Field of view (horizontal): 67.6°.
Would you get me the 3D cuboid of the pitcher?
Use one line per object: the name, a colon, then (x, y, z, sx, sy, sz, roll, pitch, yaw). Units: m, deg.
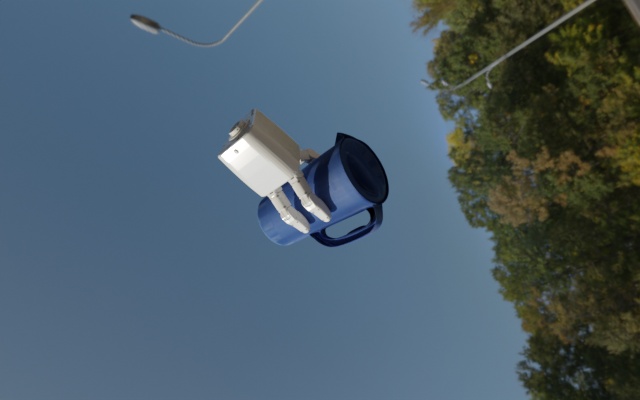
pitcher: (0.000, 0.003, 0.888, 0.243, 0.149, 0.145, -31, -58, 34)
